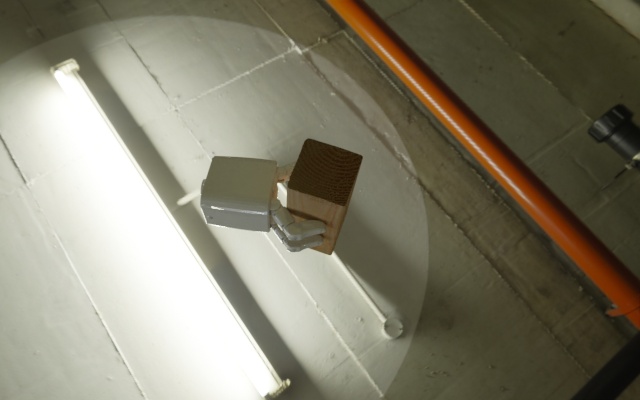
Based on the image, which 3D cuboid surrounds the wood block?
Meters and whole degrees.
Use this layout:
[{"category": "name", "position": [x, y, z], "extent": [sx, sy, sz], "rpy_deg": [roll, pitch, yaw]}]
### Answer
[{"category": "wood block", "position": [0.000, 0.002, 0.768], "extent": [0.090, 0.090, 0.206], "rpy_deg": [18, -25, 4]}]
